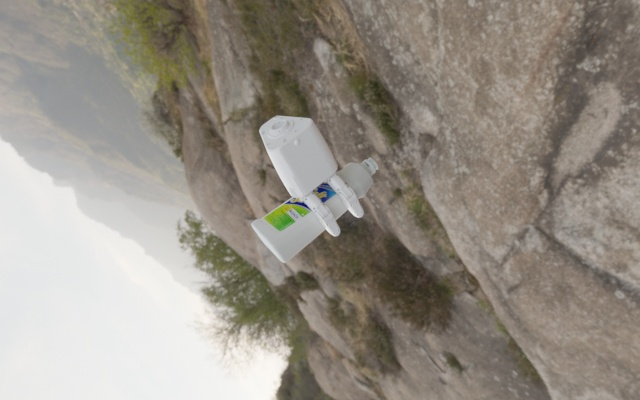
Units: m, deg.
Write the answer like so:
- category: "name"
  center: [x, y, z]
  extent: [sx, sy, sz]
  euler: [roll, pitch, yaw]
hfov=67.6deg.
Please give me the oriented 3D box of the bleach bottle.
- category: "bleach bottle"
  center: [0.000, 0.003, 0.884]
  extent: [0.251, 0.068, 0.102]
  euler: [-39, 39, -12]
